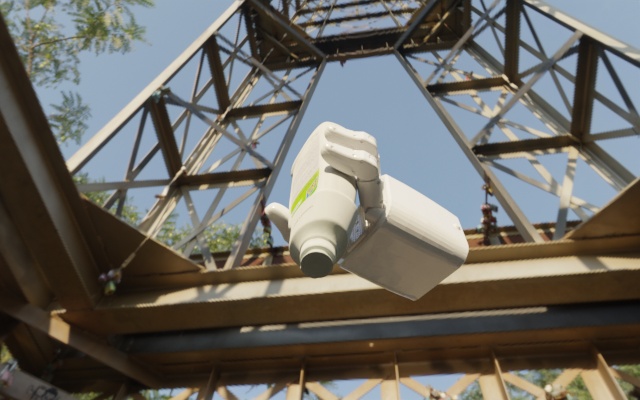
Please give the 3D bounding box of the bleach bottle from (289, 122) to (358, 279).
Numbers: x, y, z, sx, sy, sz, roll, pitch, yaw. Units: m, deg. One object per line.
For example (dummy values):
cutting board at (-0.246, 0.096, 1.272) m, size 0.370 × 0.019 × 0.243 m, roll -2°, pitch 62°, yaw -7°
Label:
bleach bottle at (0.000, 0.002, 0.515) m, size 0.068 × 0.103 × 0.250 m, roll 27°, pitch 27°, yaw -11°
